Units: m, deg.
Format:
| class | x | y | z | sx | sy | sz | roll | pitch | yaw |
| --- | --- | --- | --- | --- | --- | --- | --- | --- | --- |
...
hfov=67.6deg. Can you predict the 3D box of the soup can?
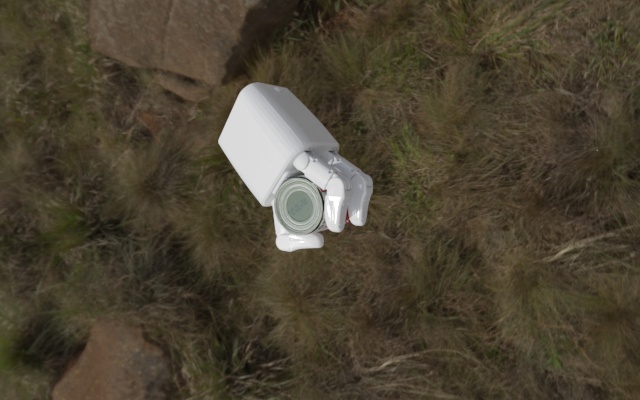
| class | x | y | z | sx | sy | sz | roll | pitch | yaw |
| --- | --- | --- | --- | --- | --- | --- | --- | --- | --- |
| soup can | 0.000 | 0.002 | 0.572 | 0.068 | 0.068 | 0.102 | 0 | 5 | 30 |
